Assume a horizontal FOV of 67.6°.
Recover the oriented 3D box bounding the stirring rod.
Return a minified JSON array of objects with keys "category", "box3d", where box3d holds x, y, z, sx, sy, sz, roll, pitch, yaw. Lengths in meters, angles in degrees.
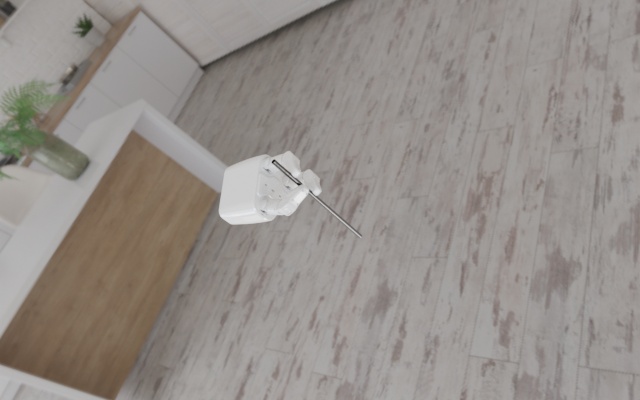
[{"category":"stirring rod","box3d":[0.000,0.003,0.817,0.011,0.011,0.240,0,-32,46]}]
